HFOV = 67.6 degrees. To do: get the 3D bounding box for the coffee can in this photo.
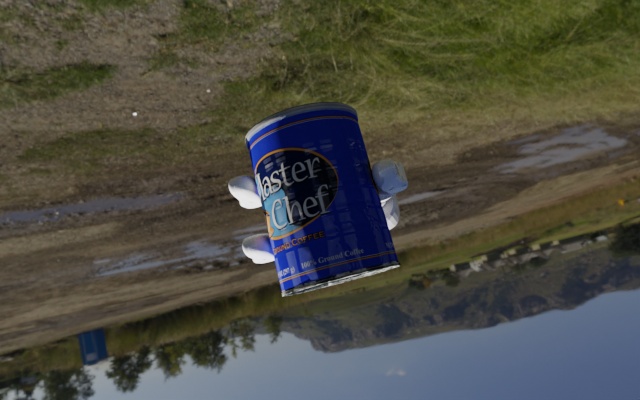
[{"bbox_3d":[0.000,0.001,0.412,0.103,0.140,0.103,-14,-12,-3],"label":"coffee can"}]
